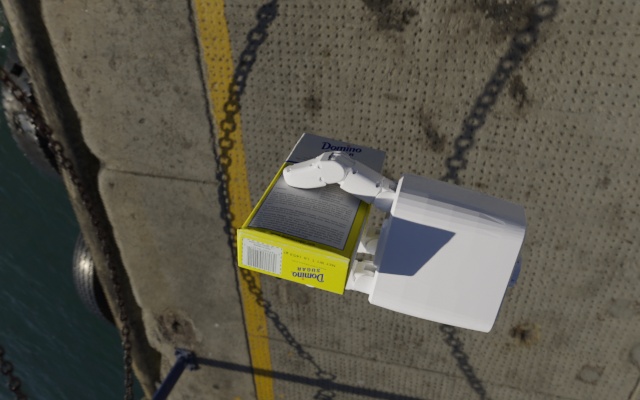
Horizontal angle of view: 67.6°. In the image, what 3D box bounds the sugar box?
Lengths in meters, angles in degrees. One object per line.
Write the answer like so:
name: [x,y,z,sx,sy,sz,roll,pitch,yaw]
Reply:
sugar box: [0.000,0.002,0.442,0.093,0.048,0.176,15,34,9]
